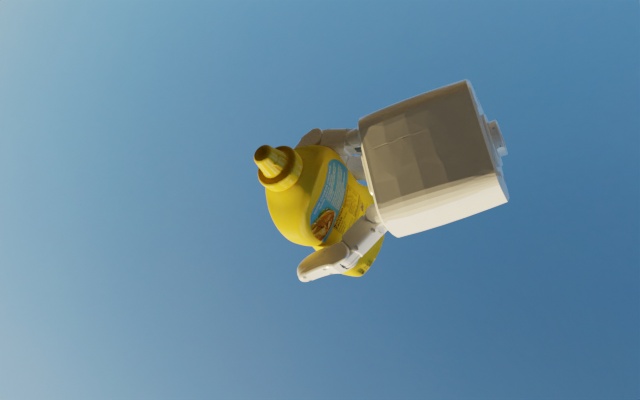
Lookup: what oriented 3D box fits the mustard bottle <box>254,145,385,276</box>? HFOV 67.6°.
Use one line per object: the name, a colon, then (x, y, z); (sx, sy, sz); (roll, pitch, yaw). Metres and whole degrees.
mustard bottle: (0.000, 0.002, 0.469); (0.058, 0.096, 0.192); (7, -21, 36)
